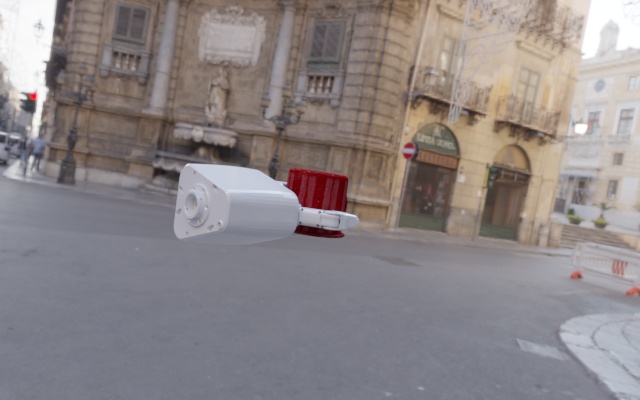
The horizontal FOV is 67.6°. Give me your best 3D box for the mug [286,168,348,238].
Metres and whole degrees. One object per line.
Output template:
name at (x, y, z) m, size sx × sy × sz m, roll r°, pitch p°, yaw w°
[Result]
mug at (0.001, 0.002, 0.652) m, size 0.093 × 0.081 × 0.117 m, roll 12°, pitch 5°, yaw 40°
